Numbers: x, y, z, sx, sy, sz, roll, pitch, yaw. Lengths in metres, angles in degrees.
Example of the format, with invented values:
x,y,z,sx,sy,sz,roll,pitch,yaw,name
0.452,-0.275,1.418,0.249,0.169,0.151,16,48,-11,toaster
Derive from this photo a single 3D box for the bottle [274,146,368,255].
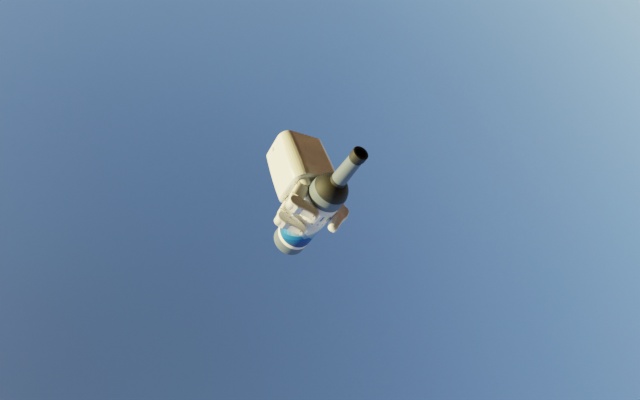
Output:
x,y,z,sx,sy,sz,roll,pitch,yaw,name
0.000,0.003,0.859,0.069,0.069,0.296,0,-32,-31,bottle
